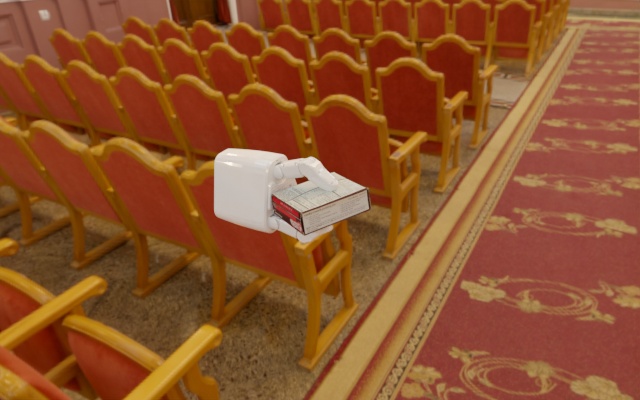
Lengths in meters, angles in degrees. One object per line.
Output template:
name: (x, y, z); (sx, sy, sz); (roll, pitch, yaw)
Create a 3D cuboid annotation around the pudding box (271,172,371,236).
pudding box: (0.000, 0.002, 0.673); (0.113, 0.039, 0.090); (-22, 29, -24)
